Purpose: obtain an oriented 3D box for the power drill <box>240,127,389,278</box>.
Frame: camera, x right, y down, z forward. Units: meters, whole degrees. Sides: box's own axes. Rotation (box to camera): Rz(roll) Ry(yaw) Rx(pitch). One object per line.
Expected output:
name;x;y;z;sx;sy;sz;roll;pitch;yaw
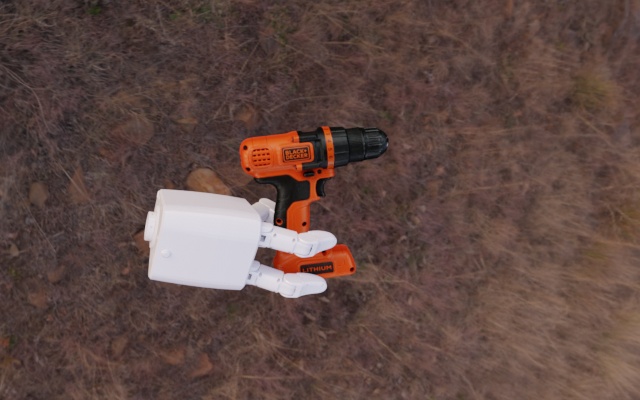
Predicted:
power drill;0.000;0.002;0.604;0.184;0.188;0.057;-7;11;-5
